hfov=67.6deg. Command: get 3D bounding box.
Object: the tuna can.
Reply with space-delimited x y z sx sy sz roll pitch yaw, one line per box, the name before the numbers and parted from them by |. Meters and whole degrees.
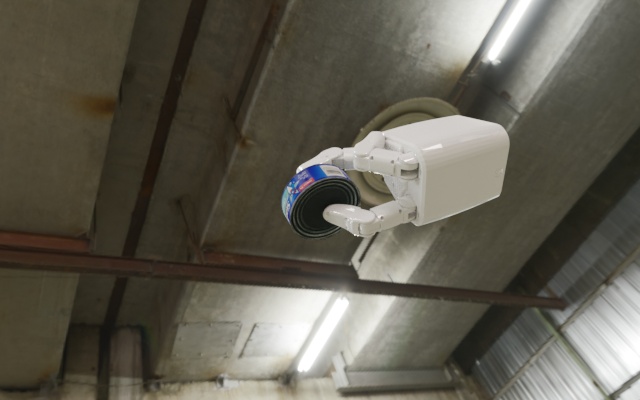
tuna can | 0.000 0.001 0.537 0.086 0.086 0.033 0 35 -29
